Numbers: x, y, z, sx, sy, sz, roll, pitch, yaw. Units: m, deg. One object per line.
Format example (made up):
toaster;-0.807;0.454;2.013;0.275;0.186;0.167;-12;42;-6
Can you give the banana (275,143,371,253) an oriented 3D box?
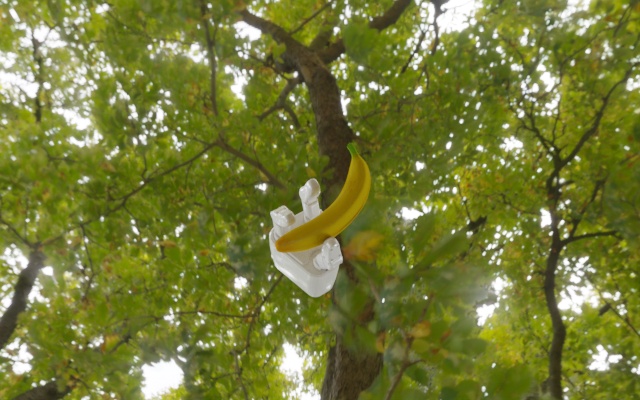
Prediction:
banana;0.018;0.009;0.667;0.069;0.197;0.037;31;-25;11
